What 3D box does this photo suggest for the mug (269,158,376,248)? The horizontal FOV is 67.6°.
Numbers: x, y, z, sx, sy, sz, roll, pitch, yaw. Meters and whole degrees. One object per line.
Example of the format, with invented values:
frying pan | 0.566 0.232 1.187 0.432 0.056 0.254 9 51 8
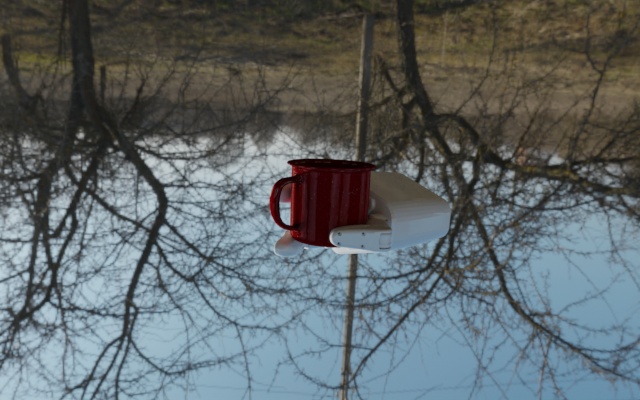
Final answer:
mug | -0.001 0.002 0.496 0.117 0.081 0.093 -5 13 -38
